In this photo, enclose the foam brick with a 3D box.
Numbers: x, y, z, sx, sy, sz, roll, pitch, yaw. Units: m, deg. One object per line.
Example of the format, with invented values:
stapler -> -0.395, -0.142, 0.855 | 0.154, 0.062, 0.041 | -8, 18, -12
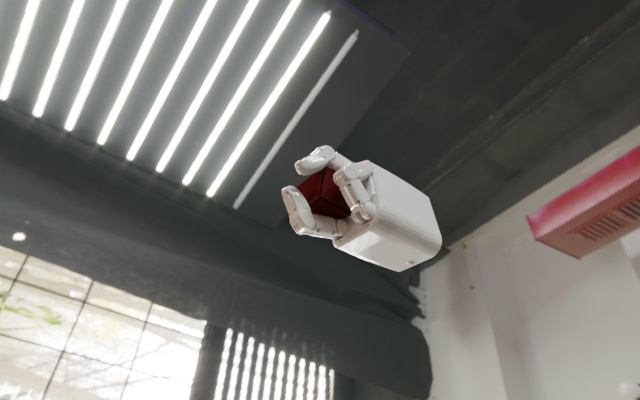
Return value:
foam brick -> 0.000, 0.002, 0.614 | 0.051, 0.053, 0.078 | 25, -37, -25
